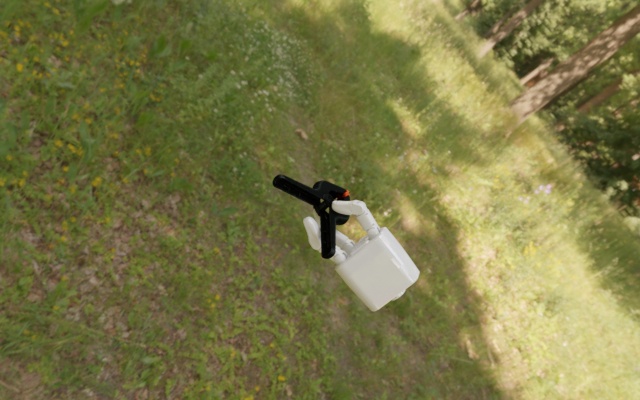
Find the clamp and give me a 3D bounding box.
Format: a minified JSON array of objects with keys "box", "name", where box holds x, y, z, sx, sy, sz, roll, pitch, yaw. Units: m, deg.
[{"box":[0.001,0.002,0.874,0.036,0.164,0.210,-36,2,26],"name":"clamp"}]
